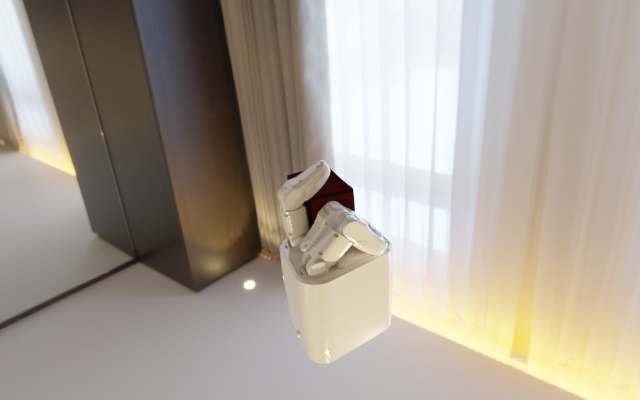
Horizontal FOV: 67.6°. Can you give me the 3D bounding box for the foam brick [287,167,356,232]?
[{"bbox_3d":[0.000,0.002,0.526,0.053,0.051,0.078,-13,26,-15],"label":"foam brick"}]
